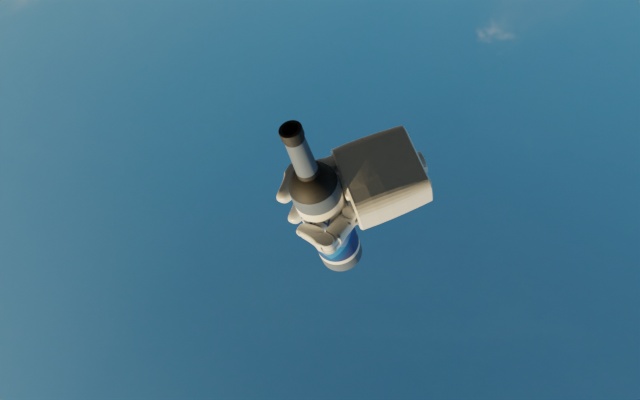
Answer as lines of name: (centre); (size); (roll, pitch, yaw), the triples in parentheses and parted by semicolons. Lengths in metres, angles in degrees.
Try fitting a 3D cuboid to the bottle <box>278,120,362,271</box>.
bottle: (0.000, 0.002, 0.644); (0.069, 0.069, 0.296); (0, -33, 16)
